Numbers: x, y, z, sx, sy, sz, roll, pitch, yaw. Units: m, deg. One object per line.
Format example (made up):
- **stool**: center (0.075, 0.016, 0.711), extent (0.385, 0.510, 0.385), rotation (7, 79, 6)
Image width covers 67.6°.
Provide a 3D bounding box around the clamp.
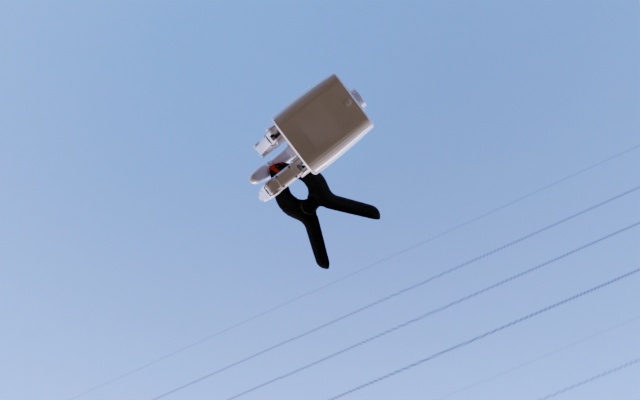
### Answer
- **clamp**: center (0.000, 0.002, 0.692), extent (0.120, 0.171, 0.039), rotation (-37, 3, 8)
